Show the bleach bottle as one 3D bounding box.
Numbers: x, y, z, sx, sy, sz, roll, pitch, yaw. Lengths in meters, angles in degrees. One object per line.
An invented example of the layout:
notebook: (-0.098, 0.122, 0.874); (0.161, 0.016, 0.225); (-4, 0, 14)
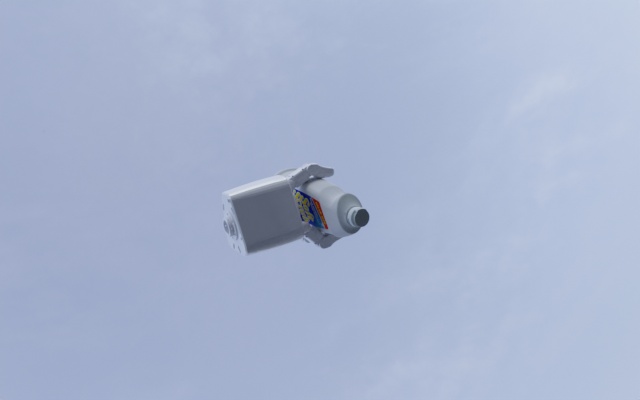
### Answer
bleach bottle: (0.000, 0.003, 0.833); (0.068, 0.102, 0.251); (-17, 16, -27)
